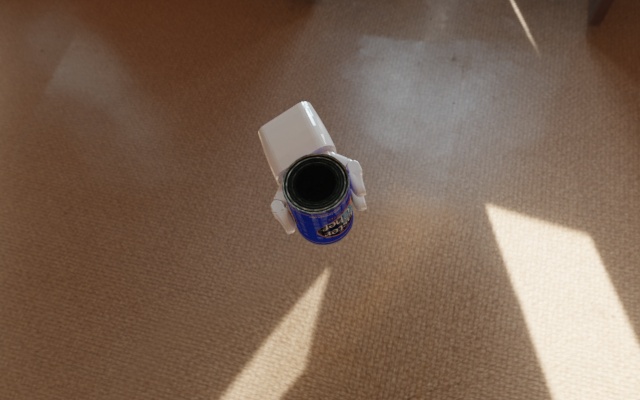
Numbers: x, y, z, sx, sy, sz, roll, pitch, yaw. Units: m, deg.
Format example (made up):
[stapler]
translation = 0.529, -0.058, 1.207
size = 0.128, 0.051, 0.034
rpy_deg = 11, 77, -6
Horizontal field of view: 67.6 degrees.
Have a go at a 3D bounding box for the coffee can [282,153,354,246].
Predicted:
[coffee can]
translation = 0.000, 0.003, 0.775
size = 0.103, 0.102, 0.140
rpy_deg = 0, -25, 7
